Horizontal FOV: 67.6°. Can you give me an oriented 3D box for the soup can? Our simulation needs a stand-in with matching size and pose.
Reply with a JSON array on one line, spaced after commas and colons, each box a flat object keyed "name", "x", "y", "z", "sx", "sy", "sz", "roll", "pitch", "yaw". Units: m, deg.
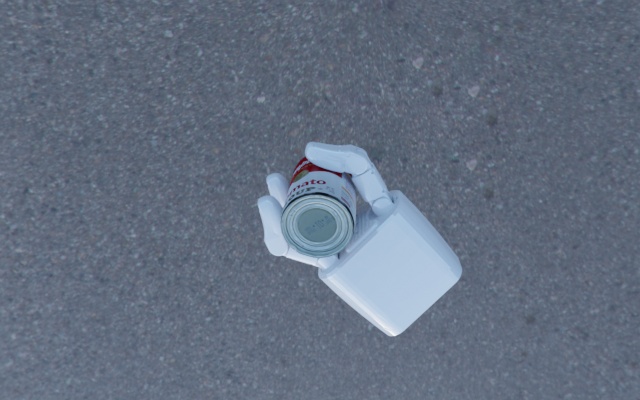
[{"name": "soup can", "x": 0.000, "y": 0.001, "z": 0.464, "sx": 0.068, "sy": 0.068, "sz": 0.102, "roll": 0, "pitch": 27, "yaw": 4}]
